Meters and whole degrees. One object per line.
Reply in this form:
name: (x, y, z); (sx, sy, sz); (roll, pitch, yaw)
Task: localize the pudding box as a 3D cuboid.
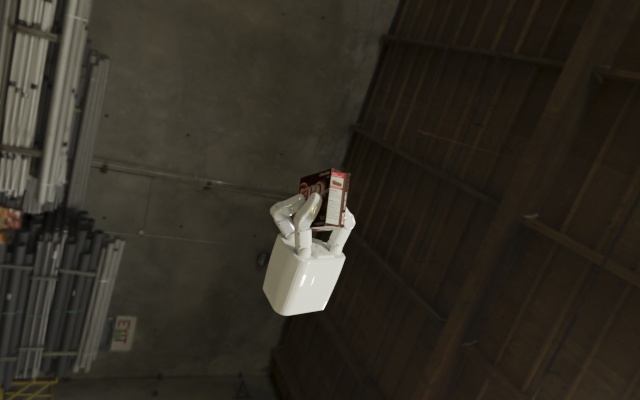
pudding box: (0.000, 0.003, 0.763); (0.039, 0.090, 0.113); (11, -10, -29)
